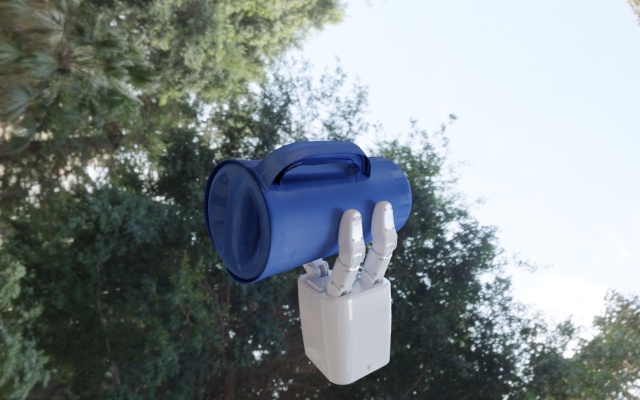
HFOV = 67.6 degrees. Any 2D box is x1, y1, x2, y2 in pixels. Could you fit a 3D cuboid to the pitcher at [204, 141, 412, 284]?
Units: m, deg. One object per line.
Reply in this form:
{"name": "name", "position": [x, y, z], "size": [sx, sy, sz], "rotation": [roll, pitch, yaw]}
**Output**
{"name": "pitcher", "position": [0.000, 0.002, 0.567], "size": [0.243, 0.145, 0.149], "rotation": [-10, 9, -40]}
